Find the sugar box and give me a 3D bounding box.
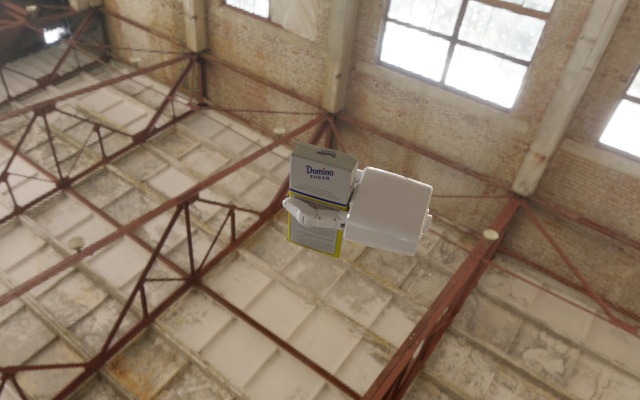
[{"bbox_3d":[0.000,0.002,0.726,0.093,0.176,0.048,17,40,12],"label":"sugar box"}]
